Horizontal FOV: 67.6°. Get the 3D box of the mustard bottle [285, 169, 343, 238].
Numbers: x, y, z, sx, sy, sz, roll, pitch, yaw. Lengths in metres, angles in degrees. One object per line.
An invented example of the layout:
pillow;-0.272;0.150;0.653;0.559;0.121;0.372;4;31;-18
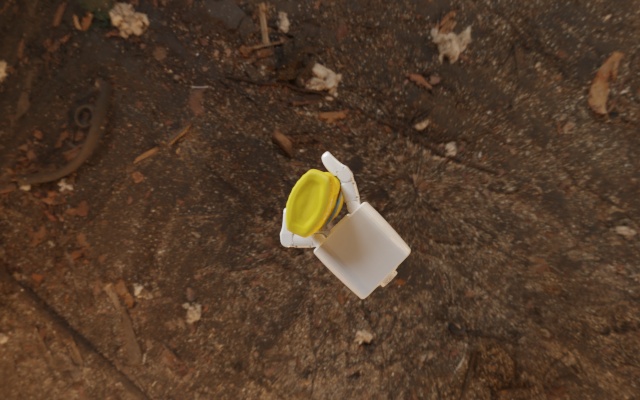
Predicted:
mustard bottle;0.000;0.002;0.754;0.058;0.096;0.191;21;5;10
